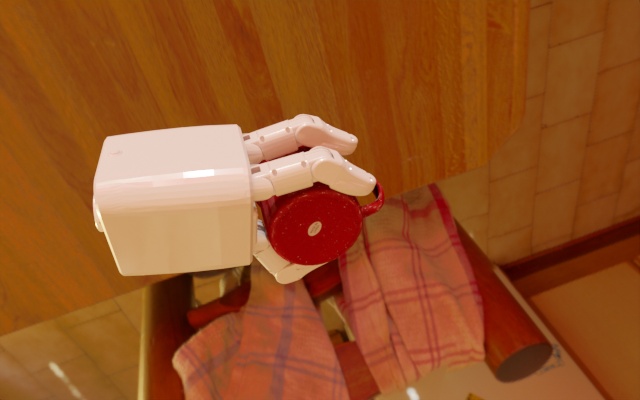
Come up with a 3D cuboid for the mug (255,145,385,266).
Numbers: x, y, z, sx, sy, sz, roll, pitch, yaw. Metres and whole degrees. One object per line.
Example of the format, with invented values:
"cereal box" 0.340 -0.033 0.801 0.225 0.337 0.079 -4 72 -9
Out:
"mug" 0.002 0.001 0.424 0.117 0.093 0.081 -6 36 -12
